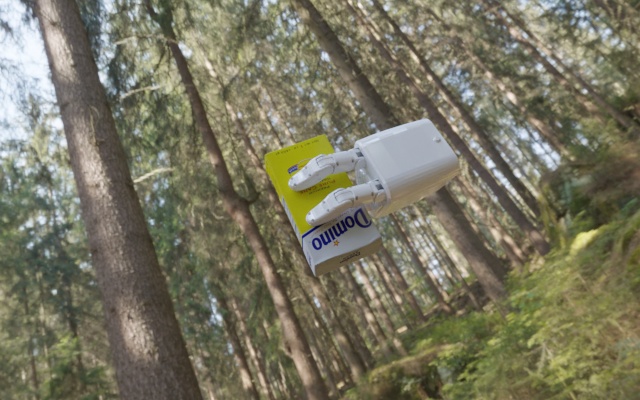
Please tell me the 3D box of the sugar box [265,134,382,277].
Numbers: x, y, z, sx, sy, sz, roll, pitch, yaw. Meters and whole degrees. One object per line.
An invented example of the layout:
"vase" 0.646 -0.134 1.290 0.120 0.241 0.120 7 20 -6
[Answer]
"sugar box" 0.000 0.002 0.625 0.093 0.176 0.048 -21 -30 -12
